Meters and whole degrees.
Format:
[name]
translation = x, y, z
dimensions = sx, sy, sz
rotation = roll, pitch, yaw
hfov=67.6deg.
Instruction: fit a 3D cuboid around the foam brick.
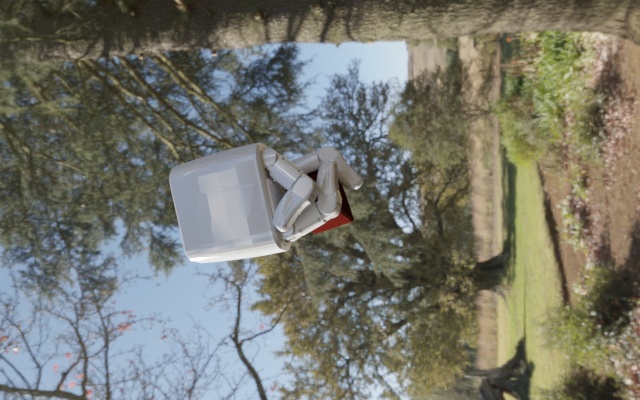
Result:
[foam brick]
translation = 0.000, 0.002, 0.550
dimensions = 0.051, 0.053, 0.078
rotation = -20, -17, 11
